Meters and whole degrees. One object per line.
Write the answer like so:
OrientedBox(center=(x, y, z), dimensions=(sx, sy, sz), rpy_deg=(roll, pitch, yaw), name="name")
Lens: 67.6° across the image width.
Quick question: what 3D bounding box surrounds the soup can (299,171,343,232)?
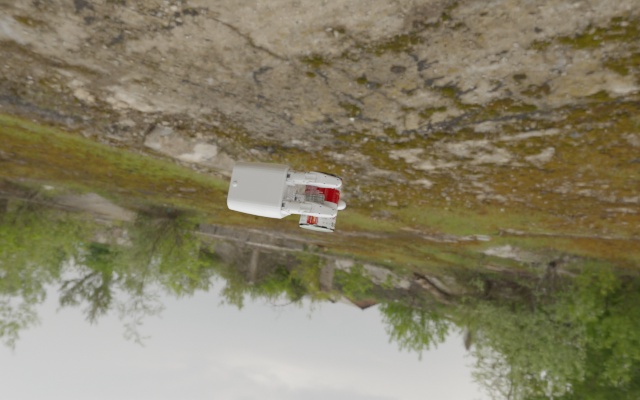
OrientedBox(center=(0.001, 0.003, 0.894), dimensions=(0.068, 0.102, 0.068), rpy_deg=(9, -8, 1), name="soup can")
